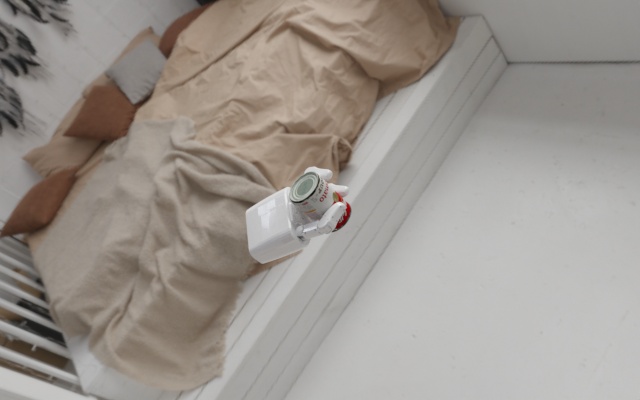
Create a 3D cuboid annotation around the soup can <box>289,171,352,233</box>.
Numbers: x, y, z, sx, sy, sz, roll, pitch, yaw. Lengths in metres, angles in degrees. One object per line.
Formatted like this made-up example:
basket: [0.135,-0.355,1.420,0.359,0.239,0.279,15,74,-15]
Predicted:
soup can: [0.000,0.003,0.859,0.068,0.068,0.102,0,-33,45]
